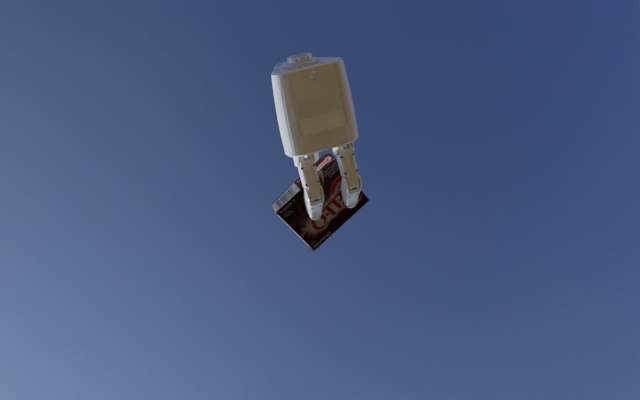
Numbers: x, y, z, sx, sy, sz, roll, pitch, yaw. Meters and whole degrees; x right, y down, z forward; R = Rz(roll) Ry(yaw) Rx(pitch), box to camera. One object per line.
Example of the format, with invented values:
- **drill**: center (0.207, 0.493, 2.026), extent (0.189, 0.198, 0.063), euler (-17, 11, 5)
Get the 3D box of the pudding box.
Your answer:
- **pudding box**: center (0.000, 0.002, 0.681), extent (0.090, 0.113, 0.039), euler (48, 1, -29)
